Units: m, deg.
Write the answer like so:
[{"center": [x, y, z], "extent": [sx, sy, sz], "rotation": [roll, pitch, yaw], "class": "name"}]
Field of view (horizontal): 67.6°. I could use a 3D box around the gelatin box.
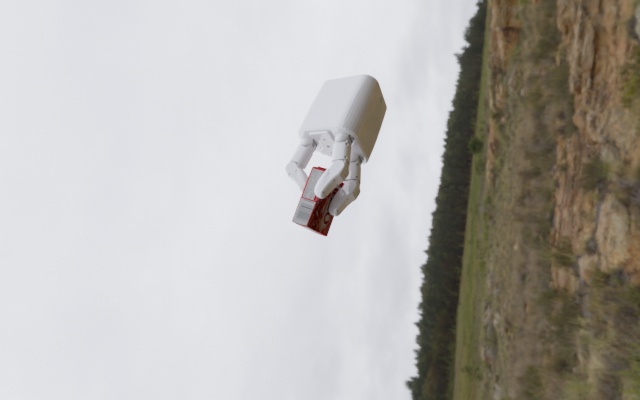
[{"center": [0.000, 0.003, 0.708], "extent": [0.030, 0.089, 0.073], "rotation": [17, -7, 28], "class": "gelatin box"}]
